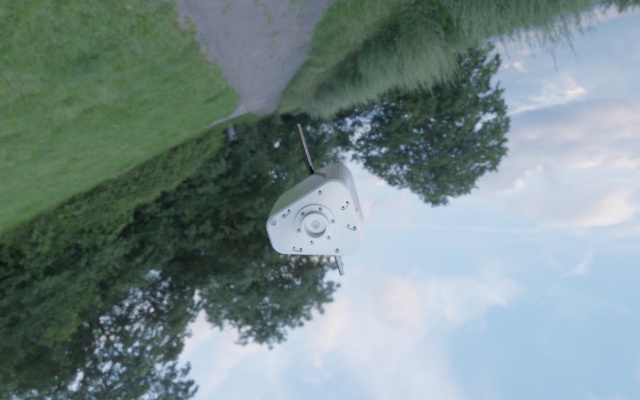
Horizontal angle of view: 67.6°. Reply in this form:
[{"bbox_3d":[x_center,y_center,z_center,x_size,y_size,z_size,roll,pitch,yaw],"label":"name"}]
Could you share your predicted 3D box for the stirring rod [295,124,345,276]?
[{"bbox_3d":[0.000,0.002,0.718,0.011,0.239,0.011,-16,11,3],"label":"stirring rod"}]
